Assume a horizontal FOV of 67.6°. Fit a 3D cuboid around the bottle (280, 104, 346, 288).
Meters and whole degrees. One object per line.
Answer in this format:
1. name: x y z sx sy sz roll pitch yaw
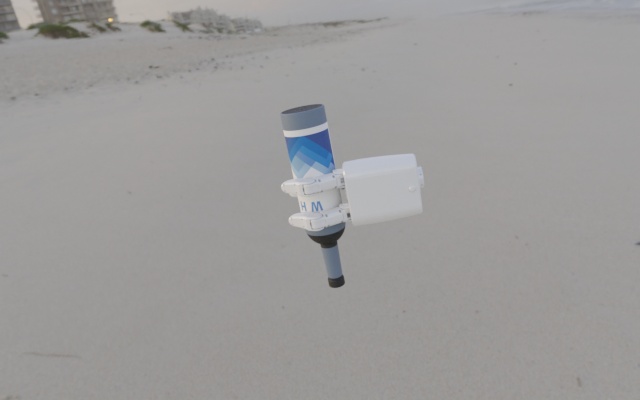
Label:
1. bottle: 0.000 0.002 0.748 0.069 0.296 0.069 -10 19 3
